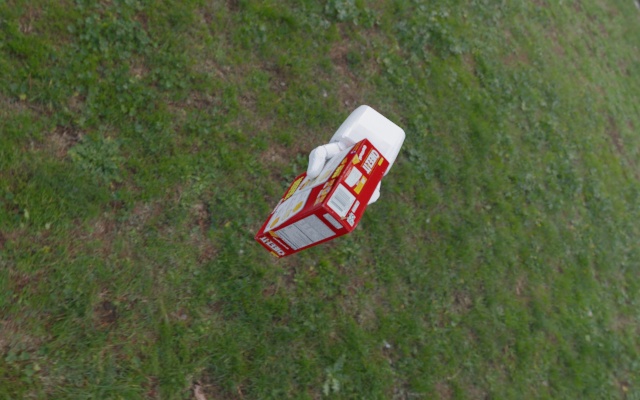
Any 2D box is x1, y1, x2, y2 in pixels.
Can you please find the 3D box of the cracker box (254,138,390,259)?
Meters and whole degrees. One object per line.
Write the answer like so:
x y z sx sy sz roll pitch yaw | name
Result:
0.000 0.002 0.815 0.072 0.164 0.214 44 -37 -16 | cracker box
